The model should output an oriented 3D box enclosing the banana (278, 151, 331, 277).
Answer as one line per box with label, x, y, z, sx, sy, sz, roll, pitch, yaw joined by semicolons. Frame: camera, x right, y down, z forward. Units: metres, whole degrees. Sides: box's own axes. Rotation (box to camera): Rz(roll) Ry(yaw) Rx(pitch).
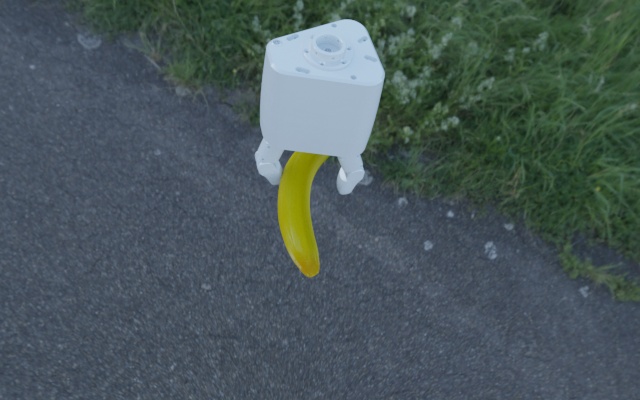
banana;-0.017;-0.006;0.572;0.069;0.197;0.037;15;-33;-3
